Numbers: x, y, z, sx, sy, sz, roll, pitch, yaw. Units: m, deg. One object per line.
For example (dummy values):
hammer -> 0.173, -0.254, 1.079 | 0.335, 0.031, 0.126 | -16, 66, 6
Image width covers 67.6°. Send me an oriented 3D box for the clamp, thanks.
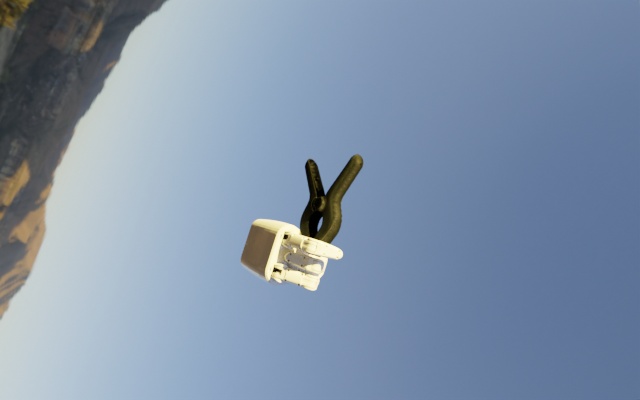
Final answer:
clamp -> 0.001, 0.003, 0.773 | 0.039, 0.171, 0.120 | 26, -9, -36
